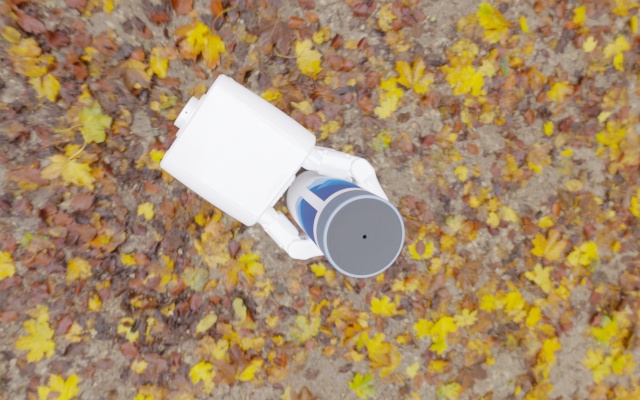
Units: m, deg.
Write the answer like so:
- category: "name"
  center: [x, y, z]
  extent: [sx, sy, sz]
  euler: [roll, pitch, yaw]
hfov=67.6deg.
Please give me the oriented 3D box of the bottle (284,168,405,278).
- category: "bottle"
  center: [0.000, 0.002, 0.508]
  extent: [0.069, 0.069, 0.295]
  euler: [0, 10, -14]
